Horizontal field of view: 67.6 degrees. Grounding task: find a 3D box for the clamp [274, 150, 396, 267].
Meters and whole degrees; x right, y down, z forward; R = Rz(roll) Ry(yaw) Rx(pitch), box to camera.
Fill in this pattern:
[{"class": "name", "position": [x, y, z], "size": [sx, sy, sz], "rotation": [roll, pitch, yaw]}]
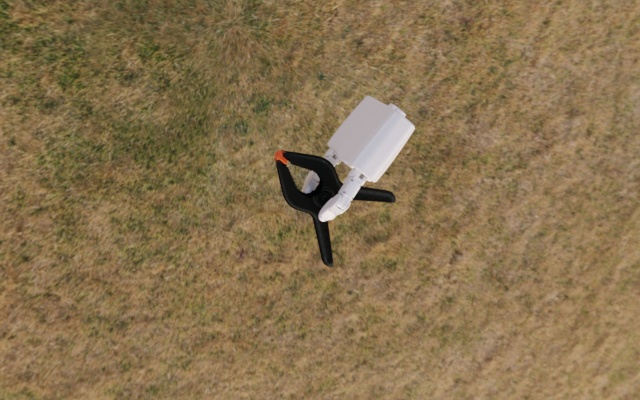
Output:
[{"class": "clamp", "position": [0.000, 0.002, 0.772], "size": [0.210, 0.164, 0.036], "rotation": [35, 4, -20]}]
